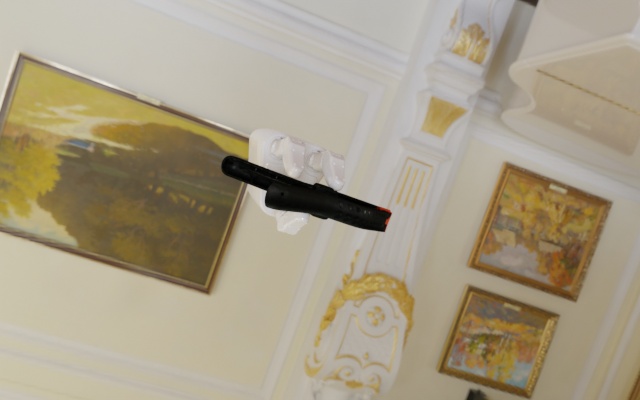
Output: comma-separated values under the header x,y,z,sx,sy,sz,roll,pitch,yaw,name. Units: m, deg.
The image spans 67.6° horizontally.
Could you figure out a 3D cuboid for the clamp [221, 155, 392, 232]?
x,y,z,sx,sy,sz,roll,pitch,yaw,name
0.000,0.003,0.539,0.210,0.036,0.164,18,7,-23,clamp
